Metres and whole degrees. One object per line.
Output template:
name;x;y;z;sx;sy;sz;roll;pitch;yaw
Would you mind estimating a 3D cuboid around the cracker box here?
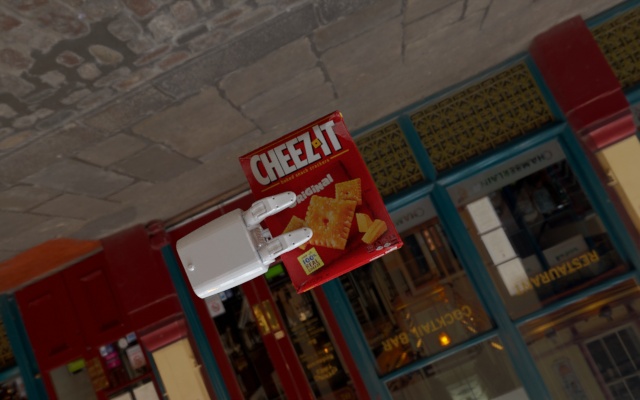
cracker box;0.000;0.002;0.691;0.164;0.213;0.072;-25;-8;4
